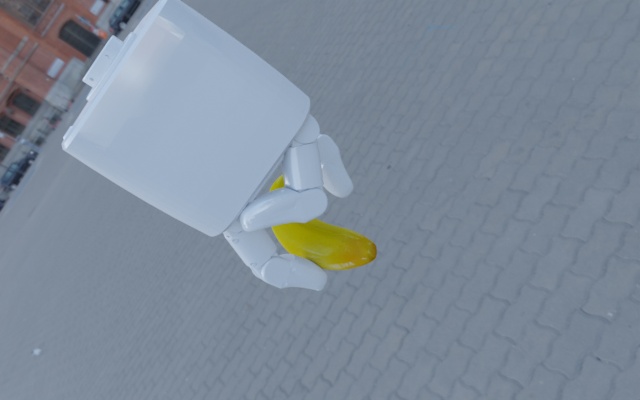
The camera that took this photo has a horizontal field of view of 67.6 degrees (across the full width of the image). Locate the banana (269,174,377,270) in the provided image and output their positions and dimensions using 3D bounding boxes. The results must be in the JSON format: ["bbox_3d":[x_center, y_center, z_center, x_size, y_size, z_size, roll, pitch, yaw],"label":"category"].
[{"bbox_3d":[-0.013,0.014,0.421,0.037,0.069,0.197,34,13,-29],"label":"banana"}]
